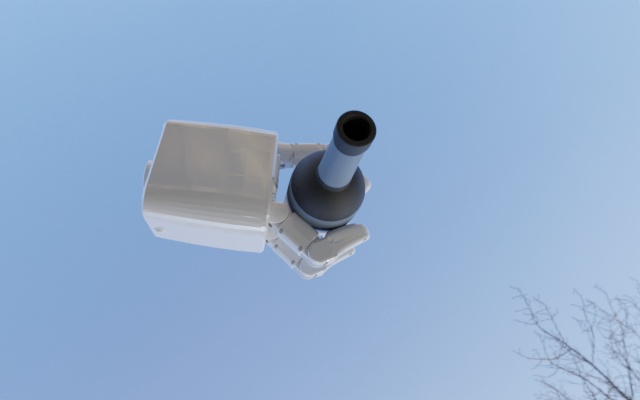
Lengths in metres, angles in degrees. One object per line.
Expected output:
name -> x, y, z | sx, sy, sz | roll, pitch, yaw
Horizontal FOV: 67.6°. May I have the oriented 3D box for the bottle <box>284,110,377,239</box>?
bottle -> 0.000, 0.002, 0.449 | 0.069, 0.069, 0.296 | 0, -19, -10
